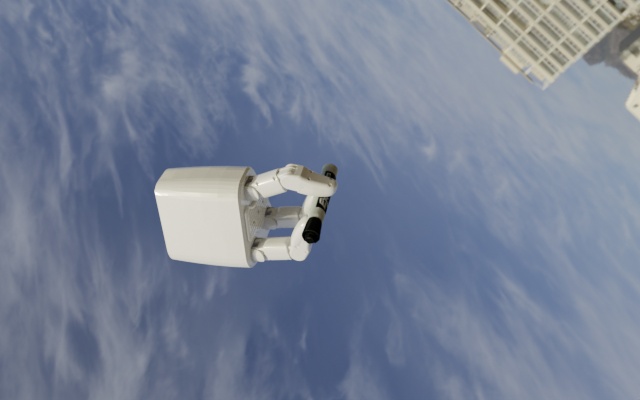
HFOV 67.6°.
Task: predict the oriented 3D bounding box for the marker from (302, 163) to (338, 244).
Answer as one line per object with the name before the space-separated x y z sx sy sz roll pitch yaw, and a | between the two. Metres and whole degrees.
marker | 0.000 0.002 0.519 0.020 0.020 0.121 0 40 14
